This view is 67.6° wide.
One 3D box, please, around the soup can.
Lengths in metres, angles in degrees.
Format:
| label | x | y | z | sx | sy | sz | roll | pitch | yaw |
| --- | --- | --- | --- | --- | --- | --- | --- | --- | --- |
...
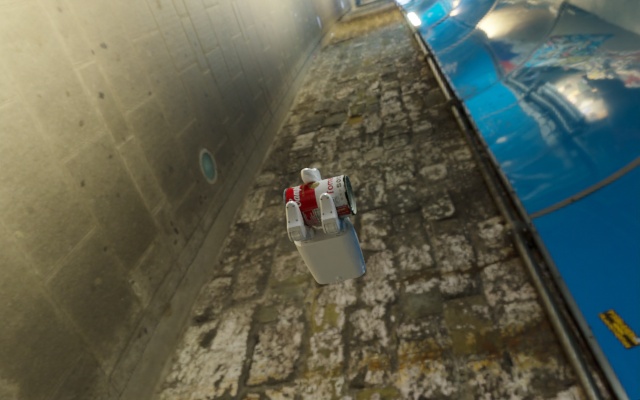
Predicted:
| label | x | y | z | sx | sy | sz | roll | pitch | yaw |
| --- | --- | --- | --- | --- | --- | --- | --- | --- | --- |
| soup can | 0.000 | 0.002 | 0.766 | 0.102 | 0.068 | 0.068 | -13 | -3 | 12 |
